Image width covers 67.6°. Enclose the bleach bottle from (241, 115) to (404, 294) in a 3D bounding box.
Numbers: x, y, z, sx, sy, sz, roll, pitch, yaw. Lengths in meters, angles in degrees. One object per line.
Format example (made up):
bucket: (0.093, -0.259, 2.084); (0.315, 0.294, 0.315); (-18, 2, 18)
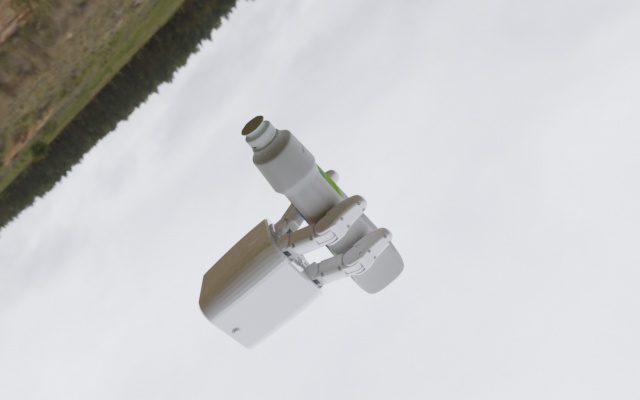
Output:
bleach bottle: (0.000, 0.002, 0.540); (0.251, 0.068, 0.102); (49, 2, -33)
